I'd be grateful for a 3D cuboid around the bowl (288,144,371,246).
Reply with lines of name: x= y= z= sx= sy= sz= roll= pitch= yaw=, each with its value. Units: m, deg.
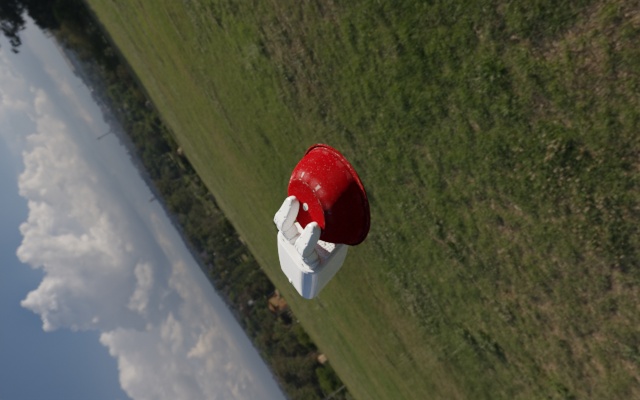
bowl: x=0.000 y=0.001 z=0.697 sx=0.055 sy=0.162 sz=0.162 roll=-24 pitch=12 yaw=-29
